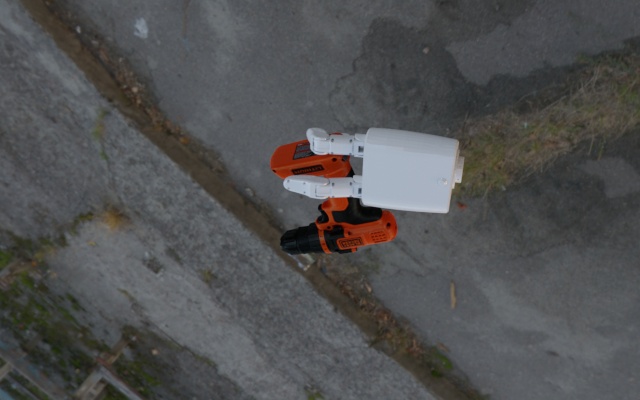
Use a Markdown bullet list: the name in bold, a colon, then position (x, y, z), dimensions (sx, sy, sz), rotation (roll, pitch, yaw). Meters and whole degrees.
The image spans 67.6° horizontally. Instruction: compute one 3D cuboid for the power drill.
- **power drill**: position (0.000, 0.002, 0.679), dimensions (0.184, 0.188, 0.057), rotation (-12, 40, 18)
